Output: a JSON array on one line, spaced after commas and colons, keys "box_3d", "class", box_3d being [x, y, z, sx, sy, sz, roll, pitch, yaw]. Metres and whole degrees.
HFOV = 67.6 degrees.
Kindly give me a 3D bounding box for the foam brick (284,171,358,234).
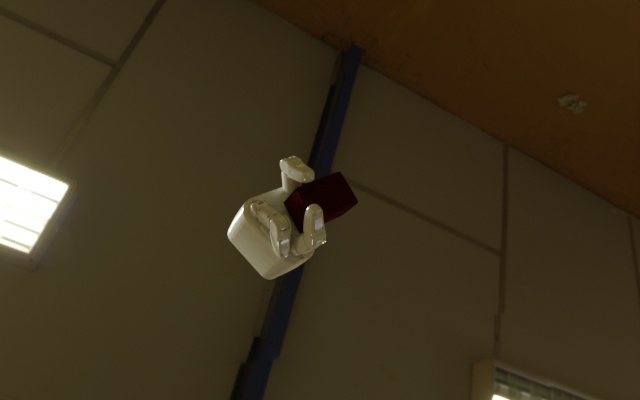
[{"box_3d": [0.000, 0.002, 0.657, 0.078, 0.053, 0.051, -22, -12, -32], "class": "foam brick"}]
